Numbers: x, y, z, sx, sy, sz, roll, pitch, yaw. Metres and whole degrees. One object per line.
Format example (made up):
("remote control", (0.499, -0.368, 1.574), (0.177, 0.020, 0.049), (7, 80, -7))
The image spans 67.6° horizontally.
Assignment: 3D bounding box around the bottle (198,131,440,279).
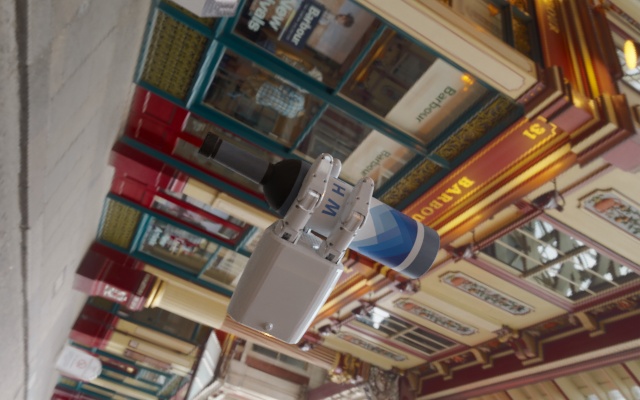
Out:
("bottle", (0.000, 0.002, 0.553), (0.296, 0.069, 0.069), (27, -8, -15))
